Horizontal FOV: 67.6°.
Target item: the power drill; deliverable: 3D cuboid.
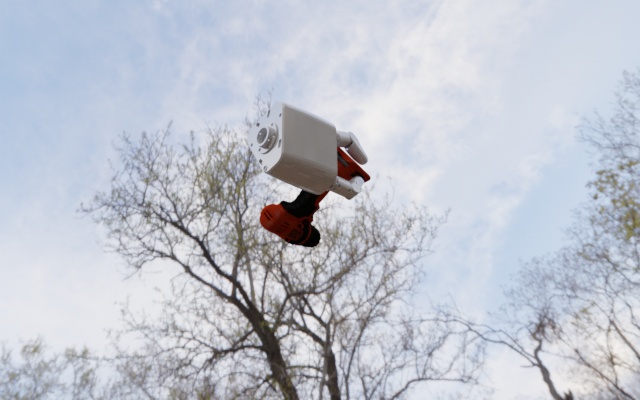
[{"bbox_3d":[0.000,0.002,0.837,0.057,0.187,0.184,46,6,27],"label":"power drill"}]
